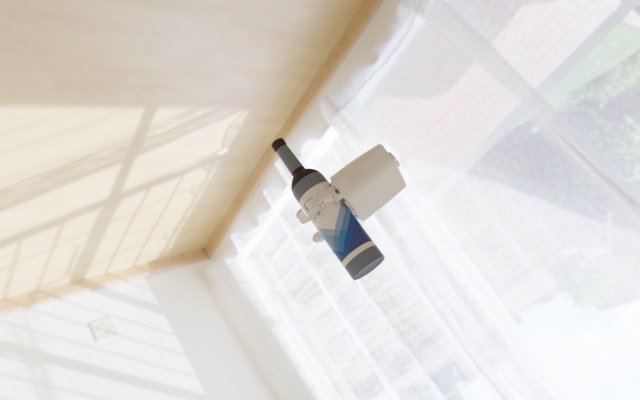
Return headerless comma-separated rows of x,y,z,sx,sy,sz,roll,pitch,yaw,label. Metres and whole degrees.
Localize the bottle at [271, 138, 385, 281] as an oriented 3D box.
0.000,0.003,0.846,0.069,0.295,0.069,-31,-21,-13,bottle
